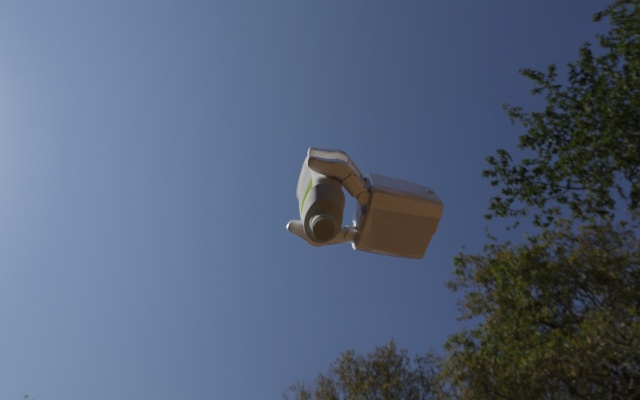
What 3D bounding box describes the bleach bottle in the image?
[{"bbox_3d":[0.000,0.002,0.703,0.068,0.102,0.250,12,19,-5],"label":"bleach bottle"}]
